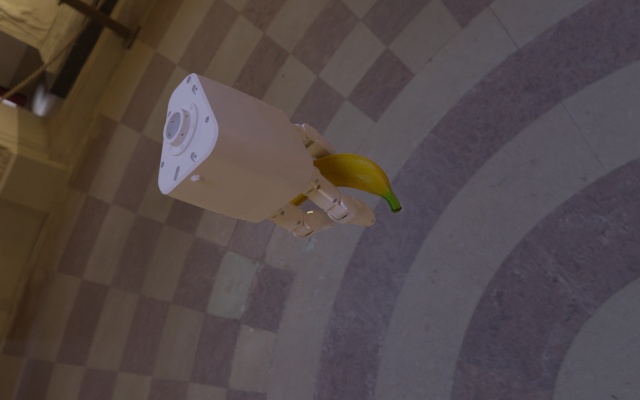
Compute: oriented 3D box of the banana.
[{"bbox_3d":[0.004,-0.017,0.550,0.198,0.069,0.037,-5,-12,44],"label":"banana"}]
